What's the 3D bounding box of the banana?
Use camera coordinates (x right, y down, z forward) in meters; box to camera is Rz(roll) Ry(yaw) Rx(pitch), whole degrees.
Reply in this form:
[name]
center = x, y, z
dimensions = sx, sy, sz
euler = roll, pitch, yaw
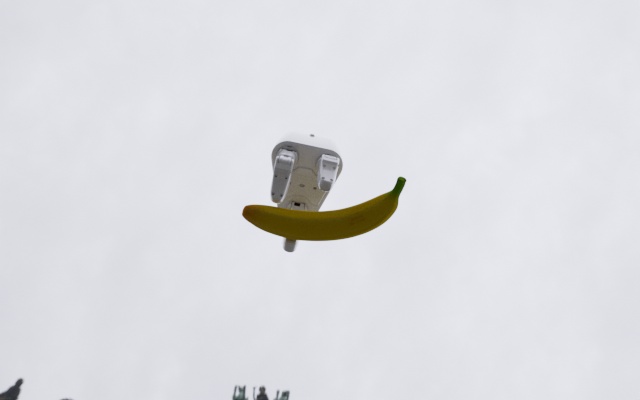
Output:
[banana]
center = 0.008, 0.018, 0.573
dimensions = 0.198, 0.070, 0.037
euler = -12, 21, 7
